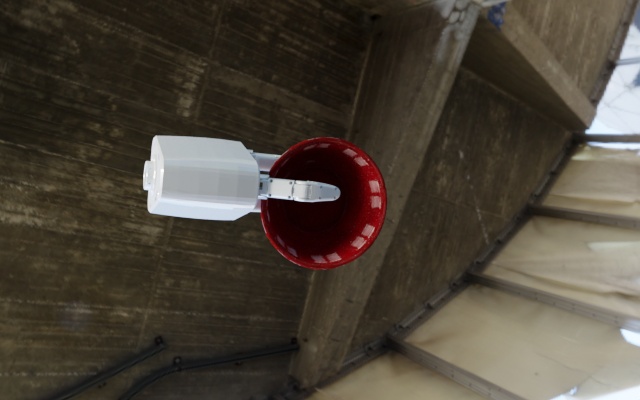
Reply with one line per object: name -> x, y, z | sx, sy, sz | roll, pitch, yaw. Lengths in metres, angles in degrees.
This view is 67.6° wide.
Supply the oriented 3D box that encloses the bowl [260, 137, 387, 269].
bowl -> 0.001, 0.002, 0.604 | 0.162, 0.162, 0.055 | 0, 6, -16
